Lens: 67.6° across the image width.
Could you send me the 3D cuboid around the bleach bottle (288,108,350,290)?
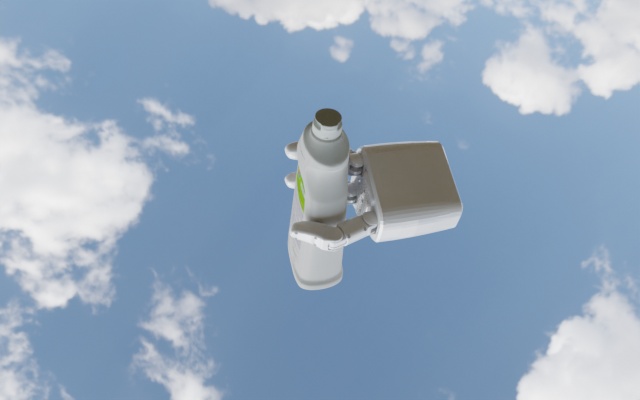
[{"bbox_3d":[0.000,0.002,0.576,0.068,0.102,0.251,-8,-38,-13],"label":"bleach bottle"}]
